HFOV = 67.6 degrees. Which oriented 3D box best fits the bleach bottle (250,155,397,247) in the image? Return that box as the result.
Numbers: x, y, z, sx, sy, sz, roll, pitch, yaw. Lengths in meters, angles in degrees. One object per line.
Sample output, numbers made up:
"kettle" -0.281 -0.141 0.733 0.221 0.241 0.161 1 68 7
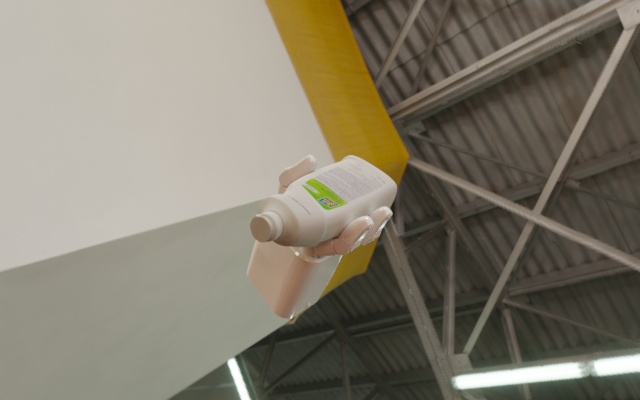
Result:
"bleach bottle" 0.000 0.002 0.597 0.102 0.068 0.251 33 27 24
